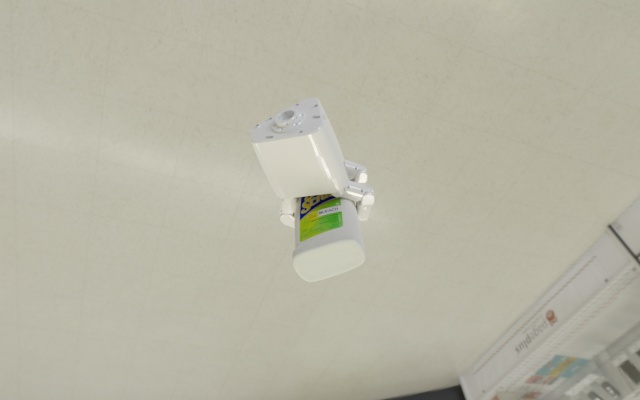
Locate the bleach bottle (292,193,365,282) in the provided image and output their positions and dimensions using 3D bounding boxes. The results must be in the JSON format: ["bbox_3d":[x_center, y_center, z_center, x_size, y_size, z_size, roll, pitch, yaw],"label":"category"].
[{"bbox_3d":[0.000,0.002,0.743,0.102,0.068,0.250,-19,40,8],"label":"bleach bottle"}]
